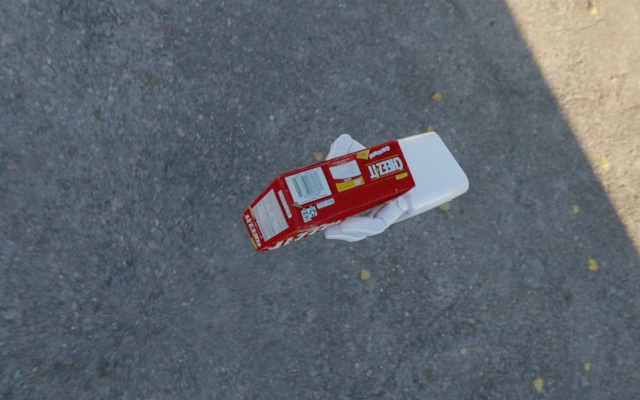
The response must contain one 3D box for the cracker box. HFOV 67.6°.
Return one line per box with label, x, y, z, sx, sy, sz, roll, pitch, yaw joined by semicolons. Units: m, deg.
cracker box;0.000;0.002;0.640;0.164;0.072;0.214;-19;-6;-23
